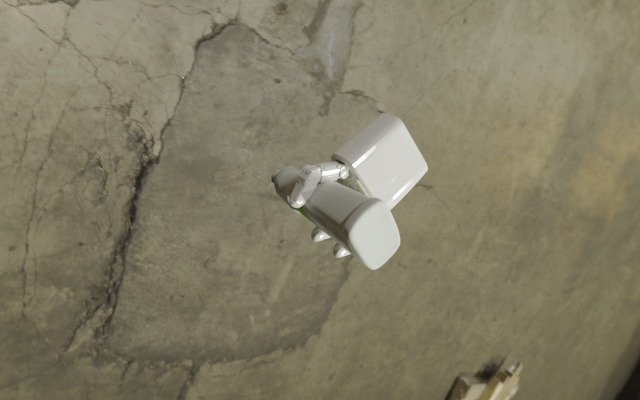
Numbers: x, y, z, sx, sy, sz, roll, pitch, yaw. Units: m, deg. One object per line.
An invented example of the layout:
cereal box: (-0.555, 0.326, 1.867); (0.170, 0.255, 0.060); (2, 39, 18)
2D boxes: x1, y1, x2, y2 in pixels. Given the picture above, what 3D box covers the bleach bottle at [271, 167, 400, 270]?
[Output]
bleach bottle: (0.000, 0.002, 0.689); (0.068, 0.103, 0.250); (-43, 41, -14)
